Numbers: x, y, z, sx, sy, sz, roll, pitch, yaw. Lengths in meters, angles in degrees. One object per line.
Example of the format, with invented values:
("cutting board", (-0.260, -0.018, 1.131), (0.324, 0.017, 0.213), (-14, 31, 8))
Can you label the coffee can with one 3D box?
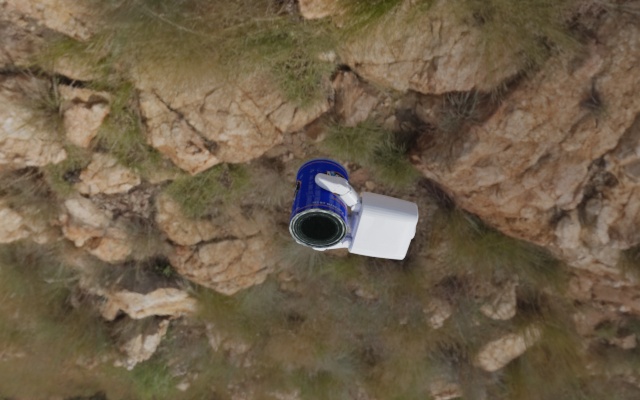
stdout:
("coffee can", (0.000, 0.003, 0.885), (0.103, 0.103, 0.140), (0, 44, 5))
